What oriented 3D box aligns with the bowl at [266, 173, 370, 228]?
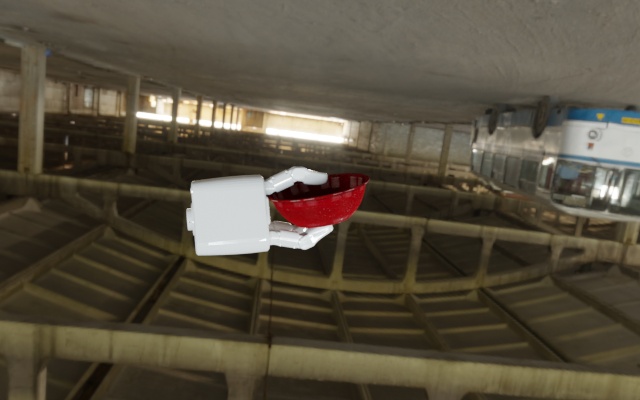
[{"bbox_3d":[0.002,0.003,0.741,0.162,0.055,0.162,-10,13,2],"label":"bowl"}]
